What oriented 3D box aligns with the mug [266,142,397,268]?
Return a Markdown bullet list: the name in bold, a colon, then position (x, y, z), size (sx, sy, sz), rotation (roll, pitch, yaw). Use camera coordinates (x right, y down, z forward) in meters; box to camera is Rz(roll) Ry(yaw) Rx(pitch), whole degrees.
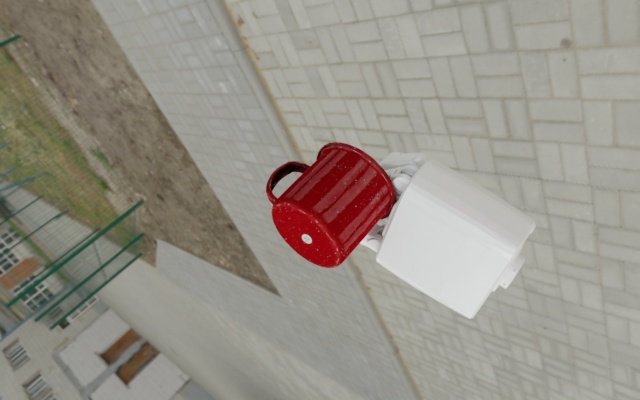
- **mug**: position (-0.001, 0.001, 0.444), size (0.117, 0.081, 0.093), rotation (31, -32, 21)
